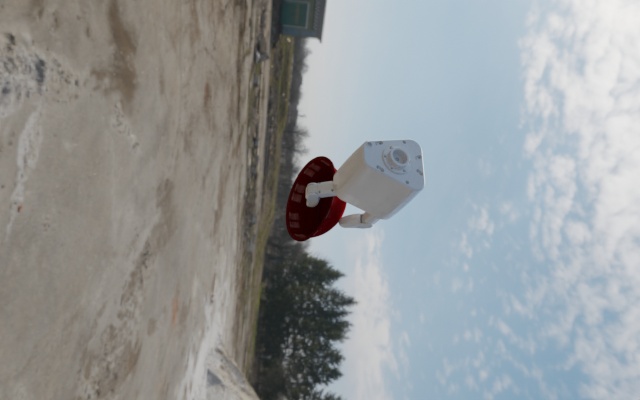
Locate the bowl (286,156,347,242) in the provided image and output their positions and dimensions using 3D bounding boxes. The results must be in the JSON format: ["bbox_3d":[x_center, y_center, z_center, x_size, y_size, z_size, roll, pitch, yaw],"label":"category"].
[{"bbox_3d":[0.000,0.003,0.878,0.055,0.162,0.162,19,-10,-31],"label":"bowl"}]
